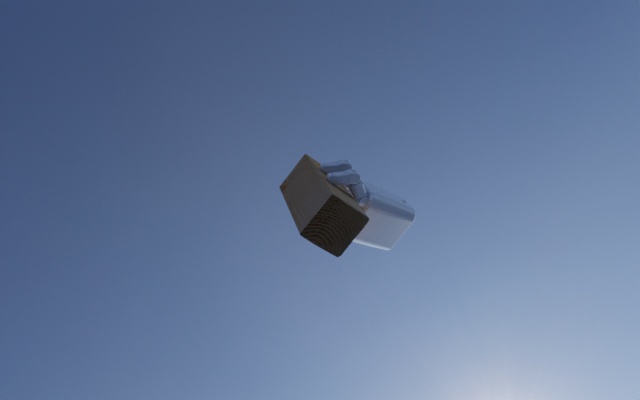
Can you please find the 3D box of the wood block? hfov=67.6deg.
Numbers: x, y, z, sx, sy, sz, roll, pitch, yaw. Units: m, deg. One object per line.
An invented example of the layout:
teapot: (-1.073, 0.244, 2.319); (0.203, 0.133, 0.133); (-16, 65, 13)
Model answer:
wood block: (0.000, 0.003, 0.885); (0.090, 0.091, 0.206); (33, 12, -25)
